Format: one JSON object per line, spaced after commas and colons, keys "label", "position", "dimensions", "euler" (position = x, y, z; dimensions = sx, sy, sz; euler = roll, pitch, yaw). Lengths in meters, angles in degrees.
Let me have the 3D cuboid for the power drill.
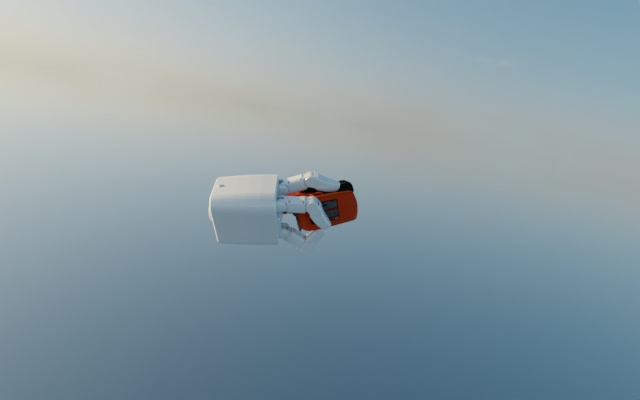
{"label": "power drill", "position": [0.000, 0.003, 0.880], "dimensions": [0.184, 0.057, 0.187], "euler": [-14, 10, -16]}
